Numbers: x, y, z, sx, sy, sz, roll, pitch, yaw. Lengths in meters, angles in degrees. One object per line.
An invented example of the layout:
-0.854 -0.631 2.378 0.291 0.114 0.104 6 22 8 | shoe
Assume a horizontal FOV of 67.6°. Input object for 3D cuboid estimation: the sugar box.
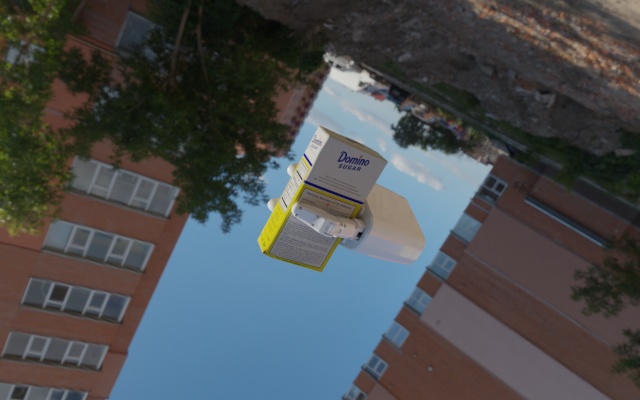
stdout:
0.000 0.002 0.611 0.093 0.176 0.048 21 17 -29 | sugar box
